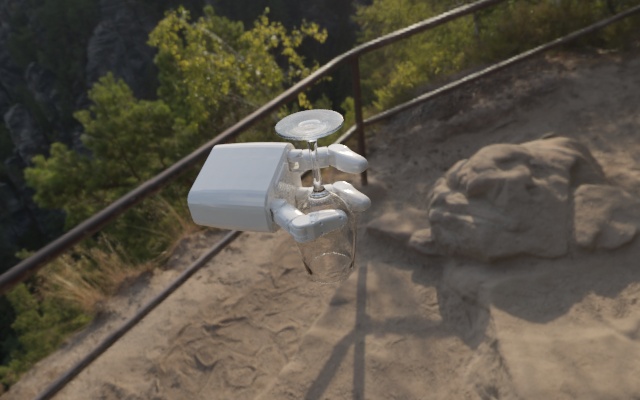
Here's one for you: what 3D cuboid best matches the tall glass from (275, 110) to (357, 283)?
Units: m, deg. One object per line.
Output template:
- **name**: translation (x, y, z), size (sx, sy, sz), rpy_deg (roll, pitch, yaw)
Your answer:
- **tall glass**: translation (0.000, 0.001, 0.558), size (0.079, 0.201, 0.079), rpy_deg (-6, 32, 4)
